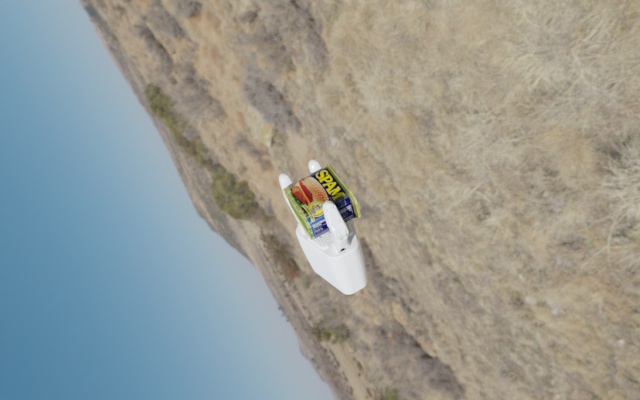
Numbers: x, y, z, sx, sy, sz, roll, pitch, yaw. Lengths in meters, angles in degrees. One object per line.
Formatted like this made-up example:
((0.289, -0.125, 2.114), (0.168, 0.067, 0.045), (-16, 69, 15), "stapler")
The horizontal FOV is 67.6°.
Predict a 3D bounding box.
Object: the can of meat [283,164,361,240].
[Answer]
((0.000, 0.003, 0.740), (0.084, 0.057, 0.102), (-27, 47, -9), "can of meat")
